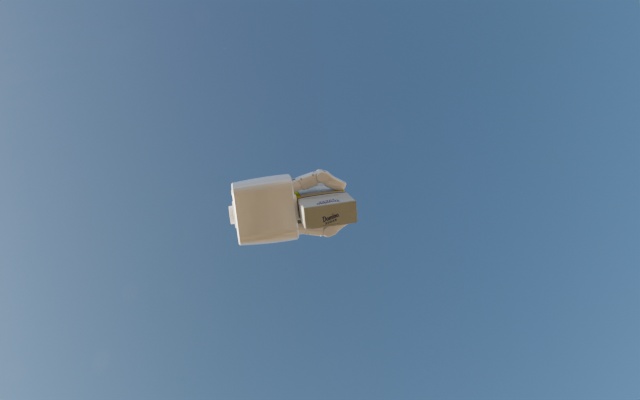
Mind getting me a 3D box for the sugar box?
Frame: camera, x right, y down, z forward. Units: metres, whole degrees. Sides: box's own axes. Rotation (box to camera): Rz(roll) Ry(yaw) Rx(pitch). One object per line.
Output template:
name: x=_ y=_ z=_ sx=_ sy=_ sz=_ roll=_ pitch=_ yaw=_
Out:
sugar box: x=0.000 y=0.003 z=0.873 sx=0.093 sy=0.048 sz=0.176 roll=-8 pitch=19 yaw=-9
